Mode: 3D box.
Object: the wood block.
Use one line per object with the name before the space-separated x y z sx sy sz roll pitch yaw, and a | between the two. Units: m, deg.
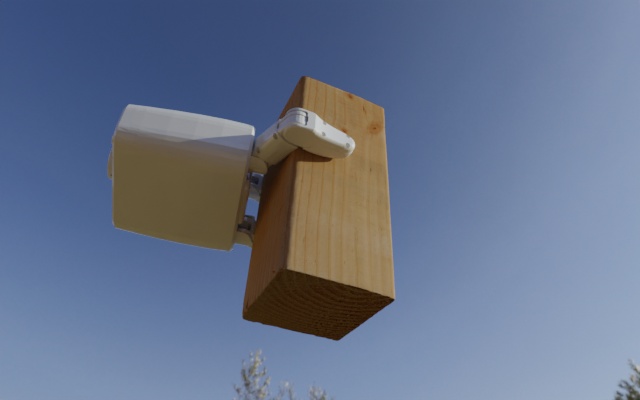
wood block | 0.000 0.001 0.418 0.090 0.206 0.091 18 -41 -18
